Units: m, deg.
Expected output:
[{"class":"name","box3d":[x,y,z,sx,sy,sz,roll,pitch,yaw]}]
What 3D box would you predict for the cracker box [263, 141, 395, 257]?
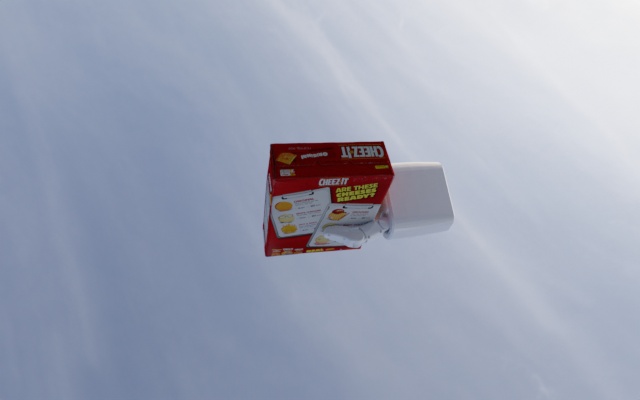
[{"class":"cracker box","box3d":[0.000,0.003,0.717,0.164,0.072,0.214,-3,-33,-12]}]
